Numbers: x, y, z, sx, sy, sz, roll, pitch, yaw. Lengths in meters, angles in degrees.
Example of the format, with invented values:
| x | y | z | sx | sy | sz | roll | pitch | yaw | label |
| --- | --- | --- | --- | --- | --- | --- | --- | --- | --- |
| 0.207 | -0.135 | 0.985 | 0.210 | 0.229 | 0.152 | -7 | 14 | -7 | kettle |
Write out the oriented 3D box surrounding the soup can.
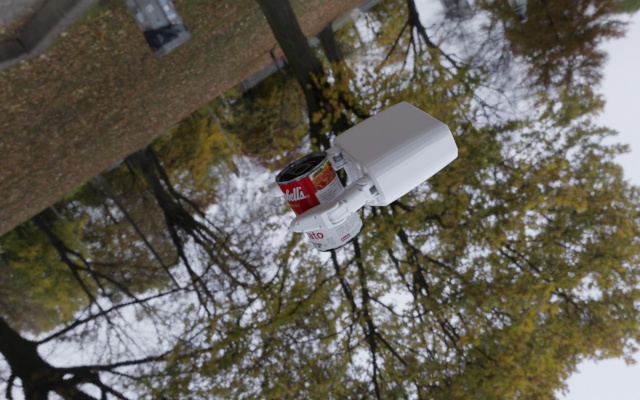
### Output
| x | y | z | sx | sy | sz | roll | pitch | yaw | label |
| --- | --- | --- | --- | --- | --- | --- | --- | --- | --- |
| 0.000 | 0.002 | 0.568 | 0.068 | 0.102 | 0.068 | -25 | 21 | 10 | soup can |
